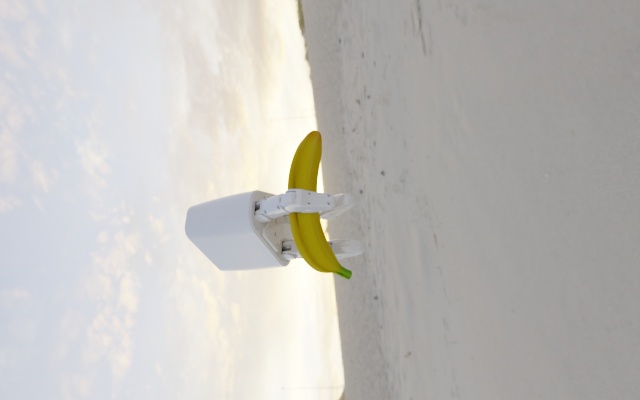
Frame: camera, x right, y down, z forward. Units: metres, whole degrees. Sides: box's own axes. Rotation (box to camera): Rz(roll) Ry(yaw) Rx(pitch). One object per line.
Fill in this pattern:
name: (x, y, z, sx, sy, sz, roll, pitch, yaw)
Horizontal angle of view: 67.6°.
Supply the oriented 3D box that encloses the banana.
banana: (-0.012, 0.006, 0.598, 0.037, 0.197, 0.069, -17, -10, 40)
